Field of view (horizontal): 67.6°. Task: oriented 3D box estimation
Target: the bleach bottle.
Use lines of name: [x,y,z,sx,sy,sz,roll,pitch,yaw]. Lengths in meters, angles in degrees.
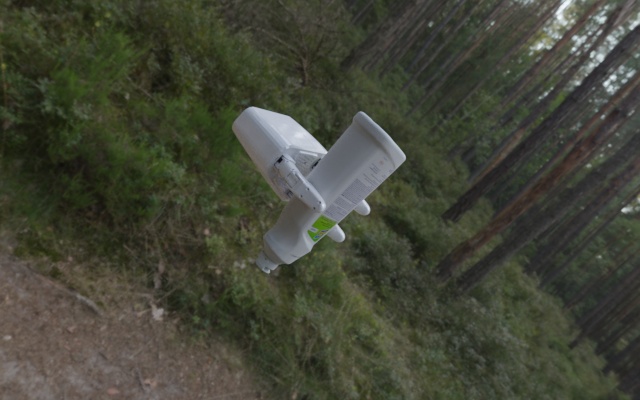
bleach bottle: [0.000,0.002,0.653,0.068,0.251,0.102,49,9,30]
